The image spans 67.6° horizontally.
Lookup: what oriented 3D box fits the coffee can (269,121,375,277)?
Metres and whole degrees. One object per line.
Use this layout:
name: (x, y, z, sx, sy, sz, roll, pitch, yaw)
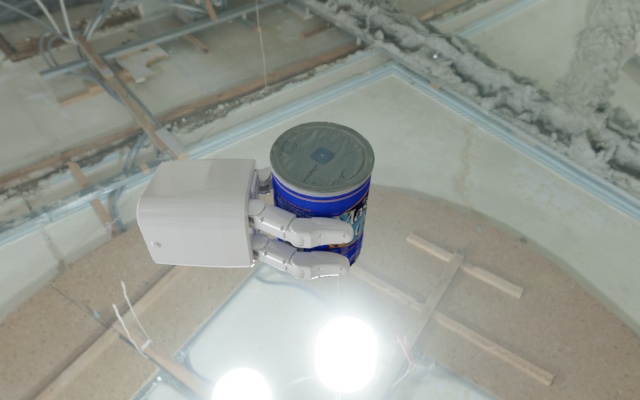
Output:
coffee can: (0.000, 0.002, 0.516, 0.103, 0.102, 0.140, 0, -42, -2)
